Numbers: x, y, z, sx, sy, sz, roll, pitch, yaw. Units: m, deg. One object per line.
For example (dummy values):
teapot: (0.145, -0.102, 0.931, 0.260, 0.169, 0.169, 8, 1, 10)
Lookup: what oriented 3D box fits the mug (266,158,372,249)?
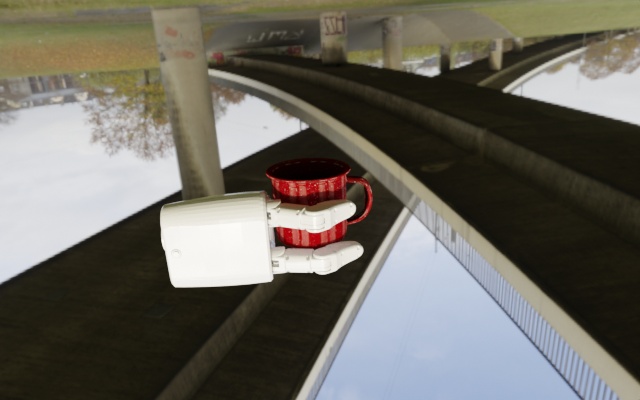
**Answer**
mug: (0.002, 0.002, 0.539, 0.117, 0.081, 0.093, -4, 20, -4)
